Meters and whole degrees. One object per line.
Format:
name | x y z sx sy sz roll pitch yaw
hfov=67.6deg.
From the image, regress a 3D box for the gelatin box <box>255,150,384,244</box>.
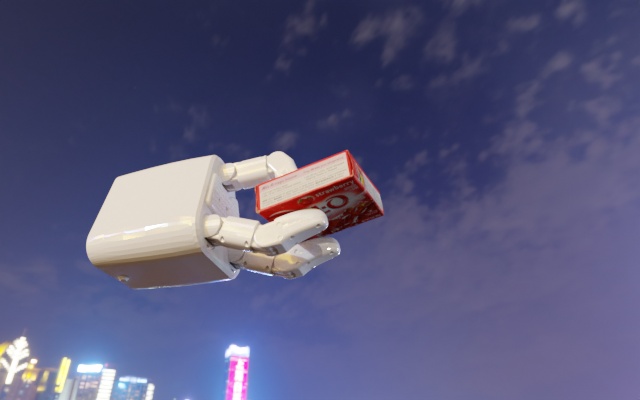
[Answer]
gelatin box | 0.000 0.001 0.408 0.089 0.030 0.073 -21 -34 17
